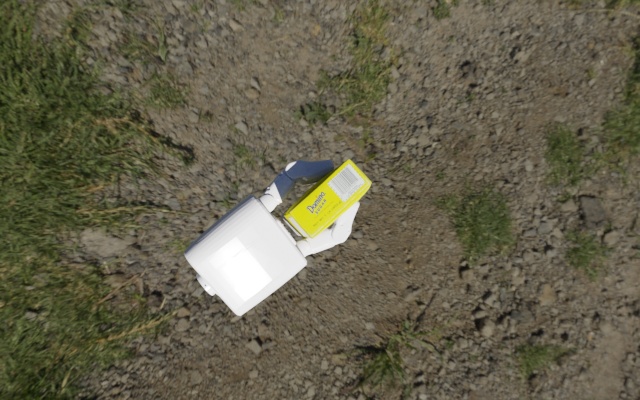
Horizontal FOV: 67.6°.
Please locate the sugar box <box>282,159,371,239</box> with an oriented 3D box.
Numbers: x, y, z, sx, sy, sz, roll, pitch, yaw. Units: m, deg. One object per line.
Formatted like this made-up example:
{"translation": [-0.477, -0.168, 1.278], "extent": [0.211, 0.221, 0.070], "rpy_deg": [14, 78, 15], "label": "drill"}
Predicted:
{"translation": [0.000, 0.002, 0.606], "extent": [0.093, 0.048, 0.176], "rpy_deg": [-41, 5, -8], "label": "sugar box"}
